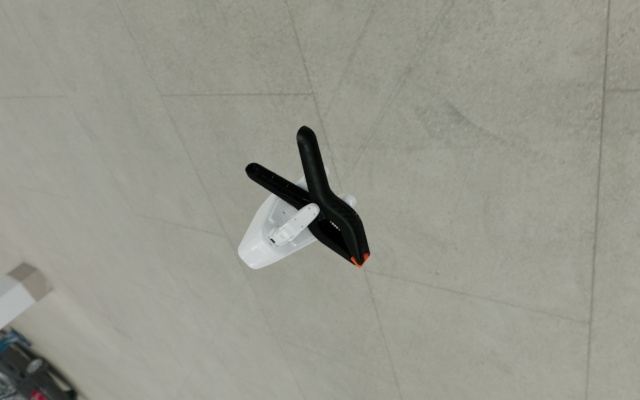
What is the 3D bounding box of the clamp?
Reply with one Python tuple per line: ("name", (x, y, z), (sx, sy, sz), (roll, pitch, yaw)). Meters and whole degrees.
("clamp", (0.000, 0.003, 0.634), (0.036, 0.210, 0.164), (-46, 6, -32))
